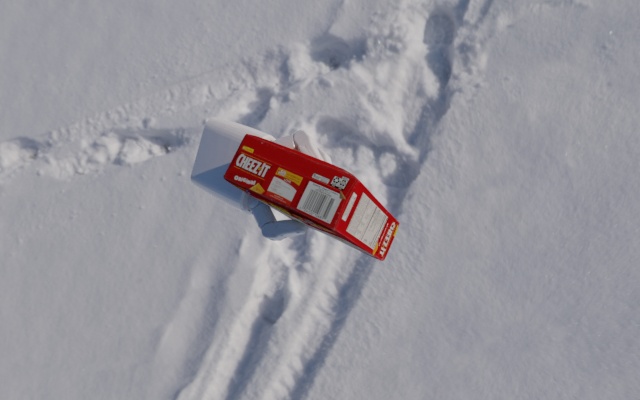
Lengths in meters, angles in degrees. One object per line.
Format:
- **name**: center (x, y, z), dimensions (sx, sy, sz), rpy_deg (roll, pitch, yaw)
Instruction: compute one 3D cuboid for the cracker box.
- **cracker box**: center (0.000, 0.002, 0.633), dimensions (0.164, 0.072, 0.214), rpy_deg (23, -6, 26)
